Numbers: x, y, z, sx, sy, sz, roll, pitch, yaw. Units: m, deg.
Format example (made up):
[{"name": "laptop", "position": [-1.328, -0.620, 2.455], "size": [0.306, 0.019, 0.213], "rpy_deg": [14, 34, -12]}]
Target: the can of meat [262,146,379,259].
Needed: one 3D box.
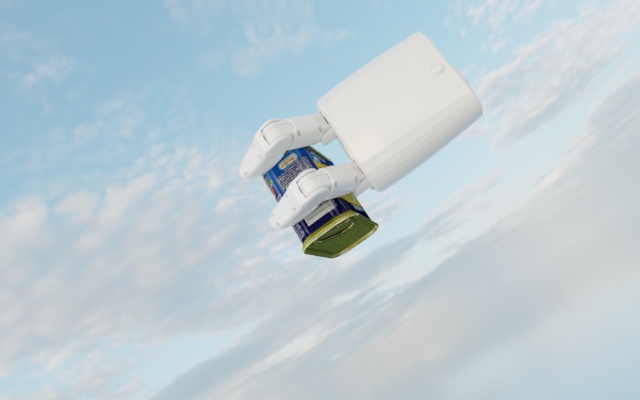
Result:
[{"name": "can of meat", "position": [0.000, 0.001, 0.439], "size": [0.057, 0.084, 0.102], "rpy_deg": [-36, -20, 11]}]
